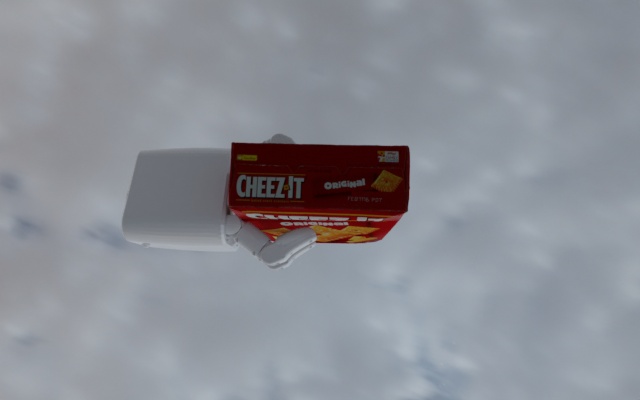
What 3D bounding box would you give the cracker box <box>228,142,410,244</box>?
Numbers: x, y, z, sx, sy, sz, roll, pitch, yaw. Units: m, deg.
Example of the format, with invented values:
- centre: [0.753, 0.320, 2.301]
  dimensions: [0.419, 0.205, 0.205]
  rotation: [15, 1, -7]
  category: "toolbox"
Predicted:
- centre: [0.000, 0.002, 0.528]
  dimensions: [0.164, 0.072, 0.214]
  rotation: [1, -11, 1]
  category: "cracker box"
